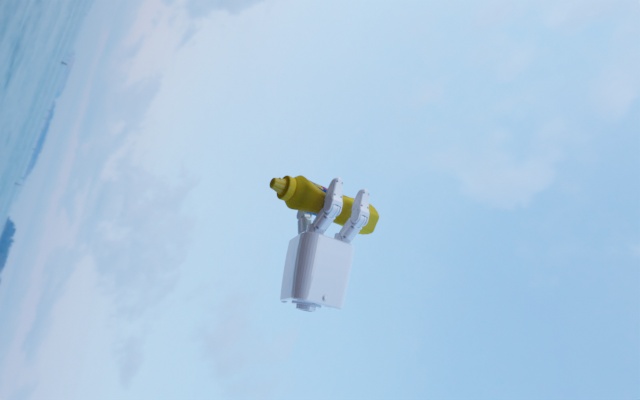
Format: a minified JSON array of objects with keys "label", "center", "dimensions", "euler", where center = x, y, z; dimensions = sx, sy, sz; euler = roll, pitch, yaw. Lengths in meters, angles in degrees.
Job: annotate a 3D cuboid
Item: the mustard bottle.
[{"label":"mustard bottle","center":[0.000,0.002,0.797],"dimensions":[0.192,0.058,0.096],"euler":[21,5,-31]}]
